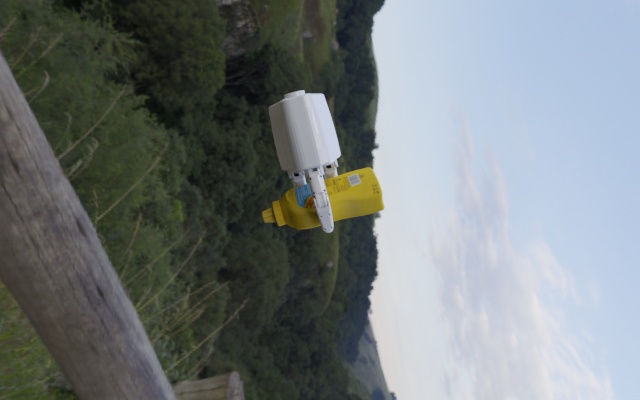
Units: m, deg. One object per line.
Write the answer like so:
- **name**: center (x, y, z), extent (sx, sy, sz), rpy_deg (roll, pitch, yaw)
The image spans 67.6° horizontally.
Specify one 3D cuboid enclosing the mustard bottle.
- **mustard bottle**: center (0.000, 0.003, 0.767), extent (0.191, 0.058, 0.096), rpy_deg (-14, 33, 0)
